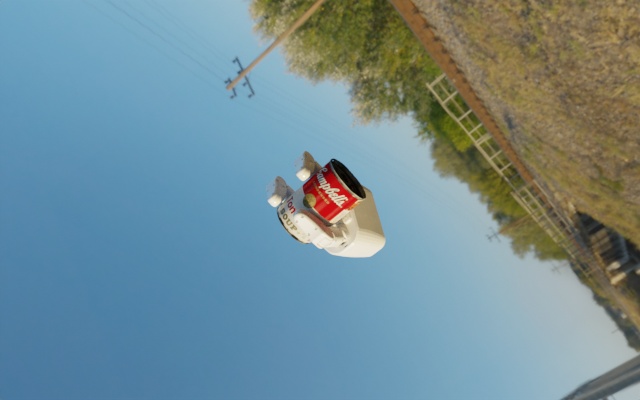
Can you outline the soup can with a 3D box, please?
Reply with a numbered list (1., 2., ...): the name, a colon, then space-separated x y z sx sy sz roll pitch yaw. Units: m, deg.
1. soup can: 0.000 0.002 0.634 0.102 0.068 0.068 -40 -15 19
